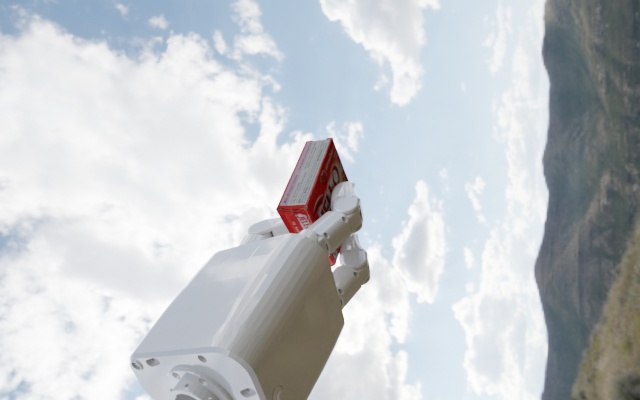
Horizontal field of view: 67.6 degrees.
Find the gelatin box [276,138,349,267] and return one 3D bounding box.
[{"bbox_3d":[0.000,0.001,0.419,0.030,0.089,0.073,-4,-46,24],"label":"gelatin box"}]
